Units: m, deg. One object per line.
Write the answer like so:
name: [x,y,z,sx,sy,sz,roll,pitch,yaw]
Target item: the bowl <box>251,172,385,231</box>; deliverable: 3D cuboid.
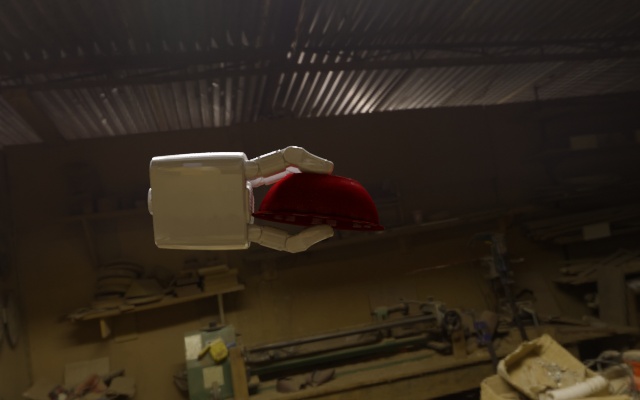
bowl: [0.001,0.002,0.580,0.162,0.055,0.162,6,-7,1]
